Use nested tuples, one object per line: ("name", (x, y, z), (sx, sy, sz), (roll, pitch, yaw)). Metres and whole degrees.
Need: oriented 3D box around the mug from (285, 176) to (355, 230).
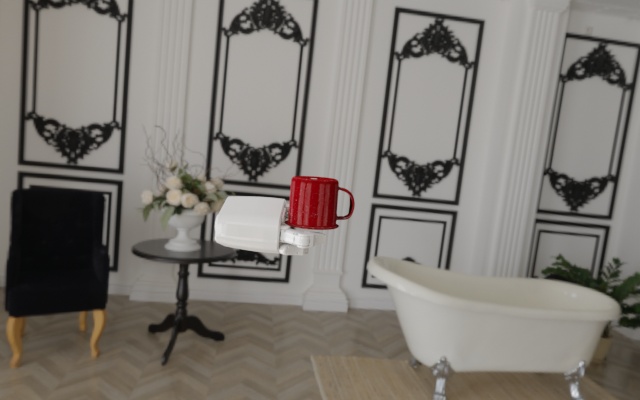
("mug", (0.002, 0.003, 0.812), (0.117, 0.081, 0.093), (4, 7, 0))
